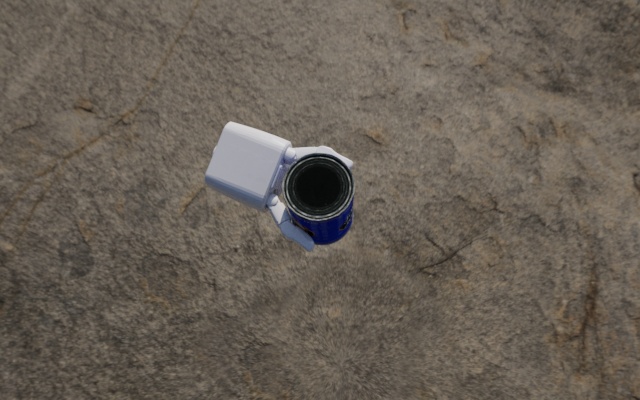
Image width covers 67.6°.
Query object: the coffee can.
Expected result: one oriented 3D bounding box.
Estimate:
[{"bbox_3d":[0.000,0.003,0.729,0.103,0.102,0.140,0,-19,3],"label":"coffee can"}]
